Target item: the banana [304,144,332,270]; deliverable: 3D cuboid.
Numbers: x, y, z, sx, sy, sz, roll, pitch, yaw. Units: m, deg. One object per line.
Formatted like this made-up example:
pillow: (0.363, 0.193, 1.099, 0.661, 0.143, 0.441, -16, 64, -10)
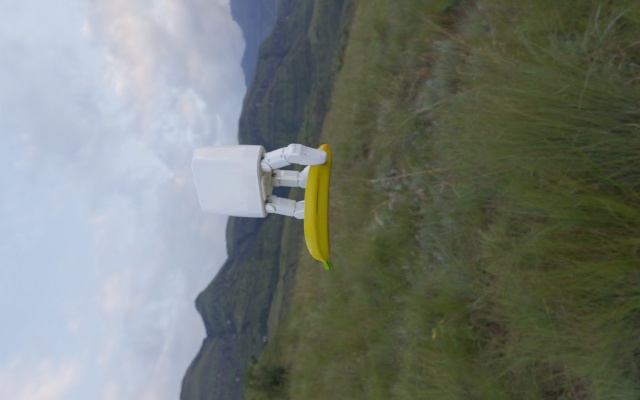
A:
banana: (-0.003, 0.002, 0.715, 0.037, 0.197, 0.070, -1, -12, 9)
